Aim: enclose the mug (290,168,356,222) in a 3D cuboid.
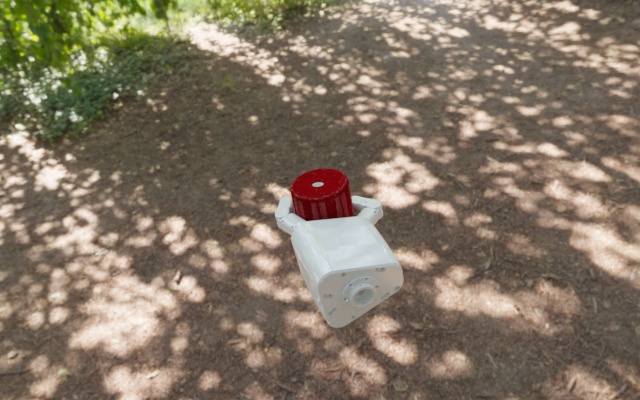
[{"bbox_3d":[0.000,0.001,0.684,0.093,0.082,0.117,-19,35,-11],"label":"mug"}]
